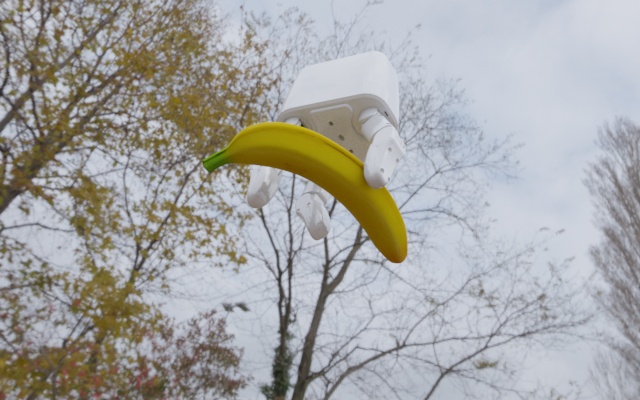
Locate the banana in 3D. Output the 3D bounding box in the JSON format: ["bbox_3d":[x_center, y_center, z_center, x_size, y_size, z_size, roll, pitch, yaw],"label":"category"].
[{"bbox_3d":[0.007,-0.013,0.399,0.198,0.070,0.037,28,32,-16],"label":"banana"}]
